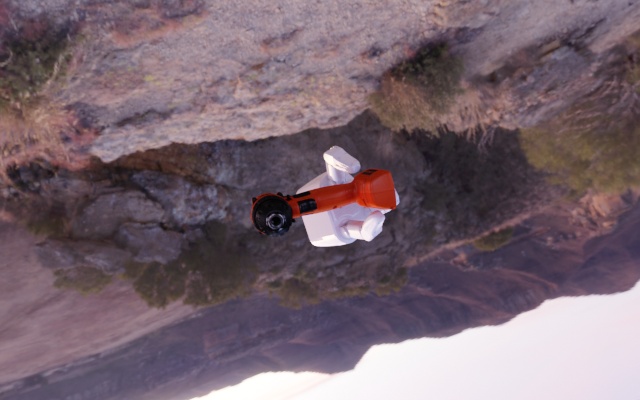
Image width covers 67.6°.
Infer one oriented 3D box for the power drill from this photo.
[{"bbox_3d":[0.001,0.002,0.634,0.187,0.057,0.184,-11,7,-9],"label":"power drill"}]
